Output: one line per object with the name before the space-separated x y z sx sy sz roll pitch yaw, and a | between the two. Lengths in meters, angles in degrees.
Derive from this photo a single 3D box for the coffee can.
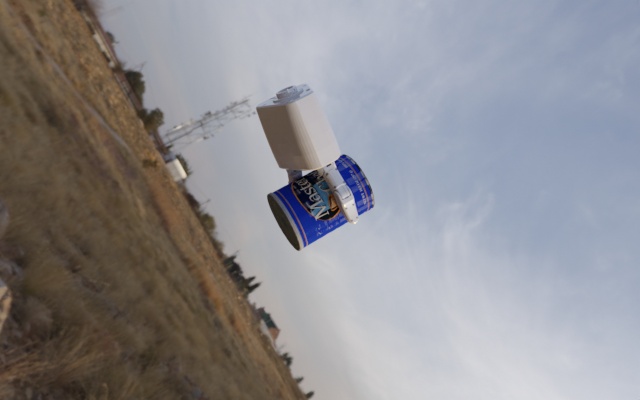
coffee can | 0.000 0.003 0.765 0.140 0.103 0.103 -29 8 -15
